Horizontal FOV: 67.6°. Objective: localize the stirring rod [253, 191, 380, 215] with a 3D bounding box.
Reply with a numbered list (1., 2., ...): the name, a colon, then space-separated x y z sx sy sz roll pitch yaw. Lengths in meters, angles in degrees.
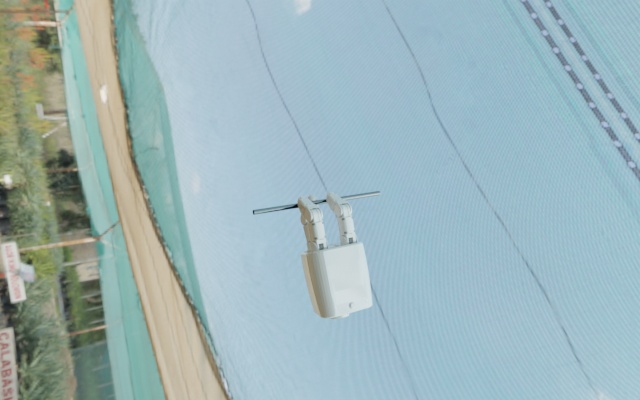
1. stirring rod: 0.000 0.003 0.807 0.239 0.011 0.011 -9 4 -27
